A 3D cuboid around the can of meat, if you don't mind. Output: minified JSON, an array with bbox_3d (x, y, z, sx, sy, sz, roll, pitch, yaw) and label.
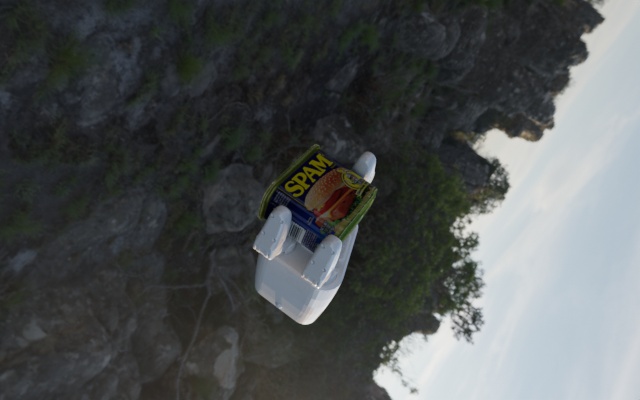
[{"bbox_3d":[0.000,0.002,0.493,0.084,0.057,0.102,35,49,10],"label":"can of meat"}]
